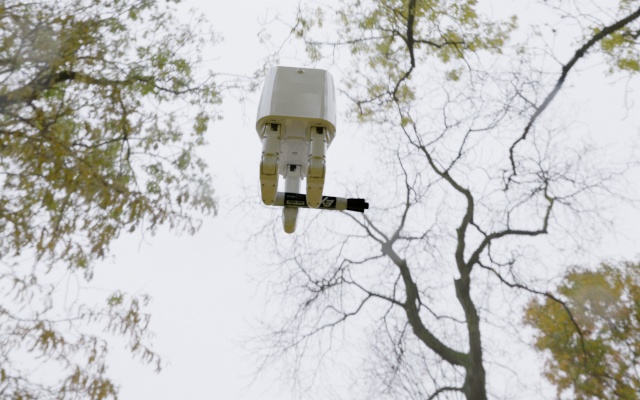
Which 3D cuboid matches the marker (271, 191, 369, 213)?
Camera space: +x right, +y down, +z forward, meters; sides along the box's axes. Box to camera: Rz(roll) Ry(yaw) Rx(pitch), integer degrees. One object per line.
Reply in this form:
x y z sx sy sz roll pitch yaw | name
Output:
0.000 0.002 0.592 0.121 0.020 0.020 4 0 -3 | marker
